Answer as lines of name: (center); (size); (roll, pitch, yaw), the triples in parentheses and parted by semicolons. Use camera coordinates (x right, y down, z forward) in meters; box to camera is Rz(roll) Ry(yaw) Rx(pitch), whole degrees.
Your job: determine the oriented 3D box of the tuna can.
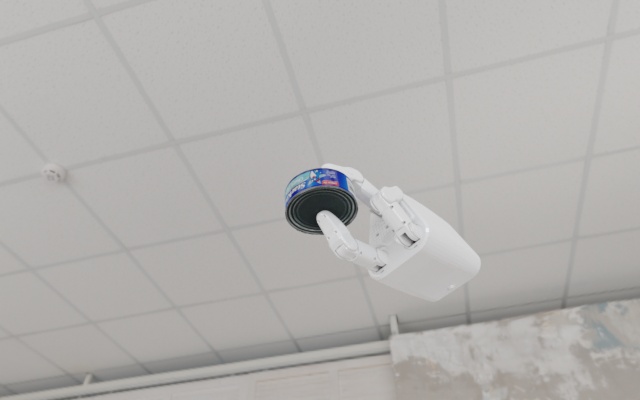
tuna can: (0.000, 0.001, 0.567); (0.086, 0.033, 0.086); (-4, -42, -4)
